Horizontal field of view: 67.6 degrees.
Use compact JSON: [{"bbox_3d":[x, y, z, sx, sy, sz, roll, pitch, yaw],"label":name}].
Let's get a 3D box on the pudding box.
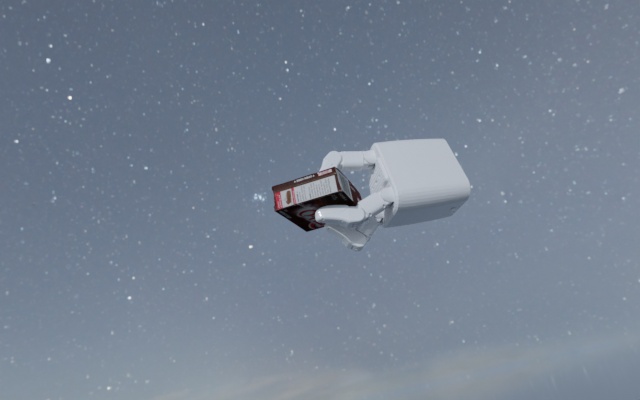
[{"bbox_3d":[0.000,0.002,0.623,0.090,0.039,0.113,-18,-24,15],"label":"pudding box"}]
